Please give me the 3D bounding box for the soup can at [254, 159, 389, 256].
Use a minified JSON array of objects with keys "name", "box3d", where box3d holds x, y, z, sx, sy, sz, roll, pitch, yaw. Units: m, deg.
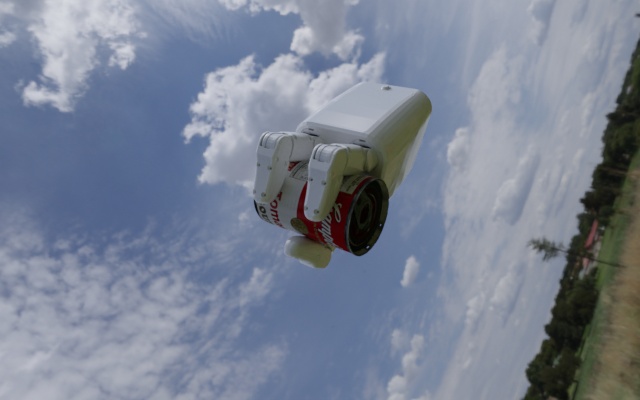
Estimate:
[{"name":"soup can","box3d":[0.000,0.002,0.425,0.102,0.068,0.068,17,9,31]}]
